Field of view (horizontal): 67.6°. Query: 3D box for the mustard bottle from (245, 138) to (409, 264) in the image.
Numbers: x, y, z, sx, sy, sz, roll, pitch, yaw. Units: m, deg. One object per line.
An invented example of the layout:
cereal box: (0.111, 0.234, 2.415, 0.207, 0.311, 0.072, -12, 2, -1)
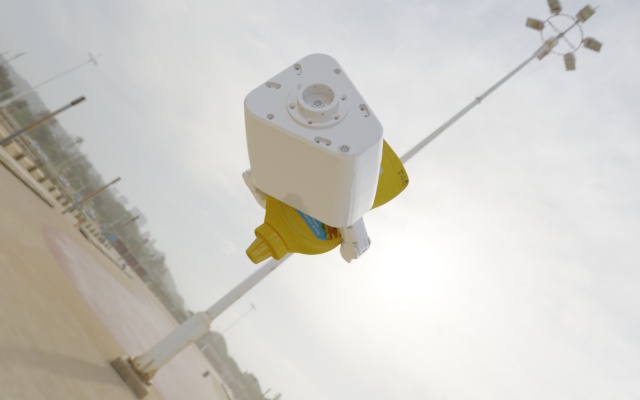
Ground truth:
mustard bottle: (0.000, 0.002, 0.511, 0.191, 0.096, 0.058, -39, 2, -21)
